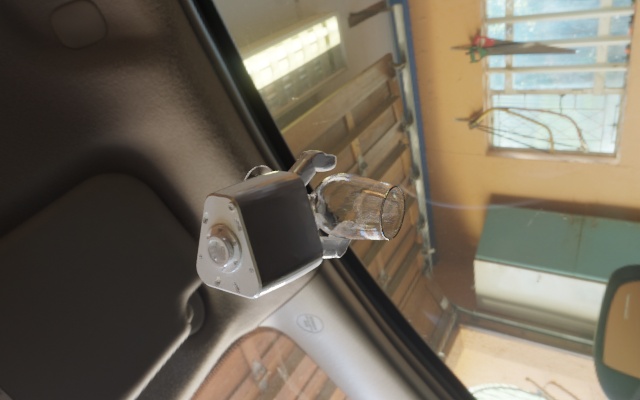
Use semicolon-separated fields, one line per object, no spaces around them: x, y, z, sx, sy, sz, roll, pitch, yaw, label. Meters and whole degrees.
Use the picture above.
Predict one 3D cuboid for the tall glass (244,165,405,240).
0.000;0.002;0.591;0.201;0.079;0.079;8;4;33;tall glass
